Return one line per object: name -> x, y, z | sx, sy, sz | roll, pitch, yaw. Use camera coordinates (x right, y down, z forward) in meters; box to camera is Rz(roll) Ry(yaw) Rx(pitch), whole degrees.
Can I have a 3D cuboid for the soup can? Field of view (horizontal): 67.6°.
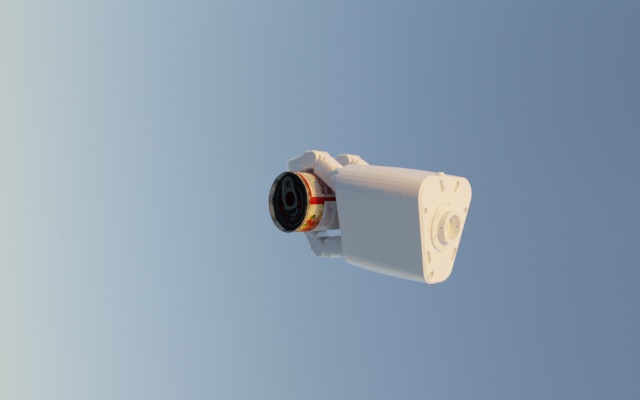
soup can -> 0.000, 0.002, 0.559 | 0.102, 0.068, 0.068 | 0, 0, -44
